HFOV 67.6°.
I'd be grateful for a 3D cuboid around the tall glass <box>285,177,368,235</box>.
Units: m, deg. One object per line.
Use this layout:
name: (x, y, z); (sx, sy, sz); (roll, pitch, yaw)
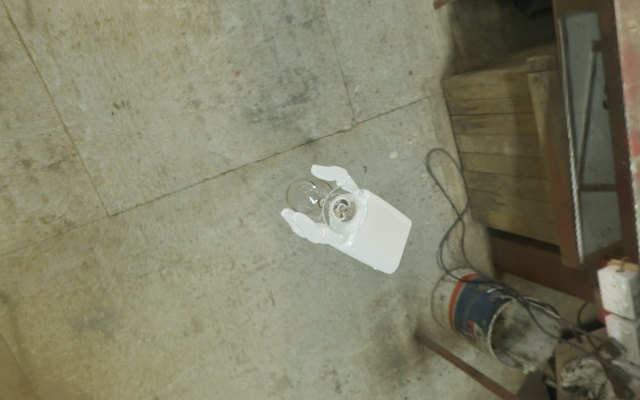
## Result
tall glass: (0.000, 0.003, 0.791); (0.079, 0.079, 0.201); (0, 7, -22)
